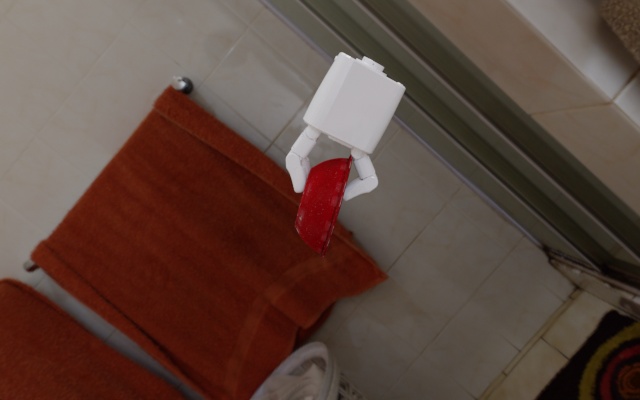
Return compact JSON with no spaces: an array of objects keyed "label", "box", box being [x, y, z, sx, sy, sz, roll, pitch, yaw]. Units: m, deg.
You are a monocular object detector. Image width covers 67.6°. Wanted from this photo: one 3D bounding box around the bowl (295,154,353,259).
[{"label":"bowl","box":[-0.001,0.003,0.711,0.055,0.162,0.162,15,0,0]}]
